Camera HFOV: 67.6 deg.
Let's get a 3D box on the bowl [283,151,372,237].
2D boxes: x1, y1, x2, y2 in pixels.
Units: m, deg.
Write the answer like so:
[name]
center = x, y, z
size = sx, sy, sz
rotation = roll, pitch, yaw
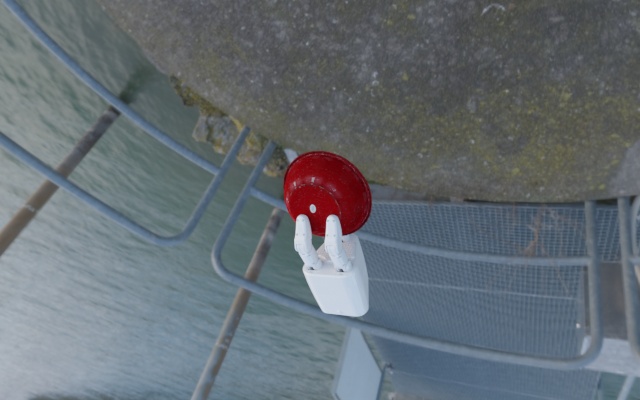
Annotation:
[bowl]
center = -0.001, 0.002, 0.784
size = 0.162, 0.162, 0.055
rotation = 0, 27, 26
